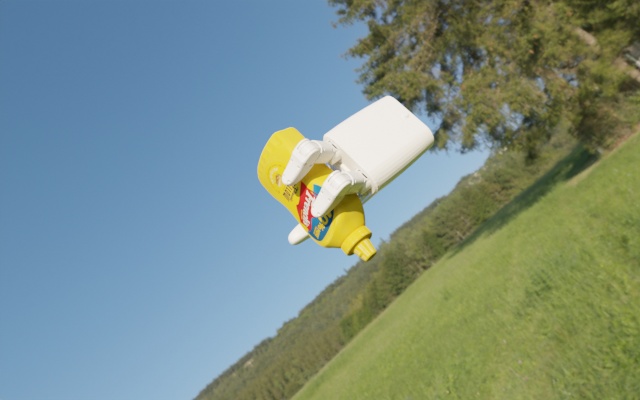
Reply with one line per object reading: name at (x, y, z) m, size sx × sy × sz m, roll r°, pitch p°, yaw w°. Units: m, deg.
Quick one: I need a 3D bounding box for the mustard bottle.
mustard bottle at (0.000, 0.002, 0.601) m, size 0.058 × 0.191 × 0.096 m, roll -25°, pitch -28°, yaw -40°
